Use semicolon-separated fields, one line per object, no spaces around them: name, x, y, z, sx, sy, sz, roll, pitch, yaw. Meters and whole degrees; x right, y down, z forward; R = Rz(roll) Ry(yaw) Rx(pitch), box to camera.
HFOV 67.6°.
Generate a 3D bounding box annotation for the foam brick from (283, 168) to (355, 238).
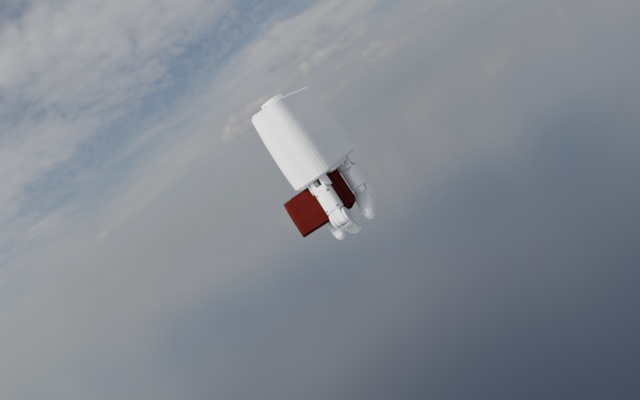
foam brick;0.000;0.002;0.629;0.078;0.051;0.053;-33;5;16
